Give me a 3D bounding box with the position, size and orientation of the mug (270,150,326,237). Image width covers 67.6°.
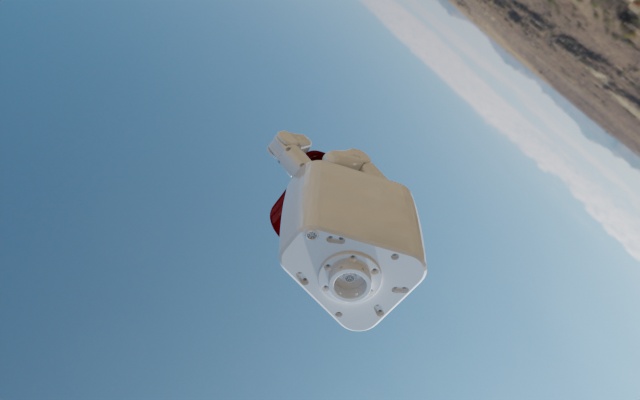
[{"bbox_3d":[0.000,0.001,0.520,0.093,0.081,0.117,33,25,-14],"label":"mug"}]
